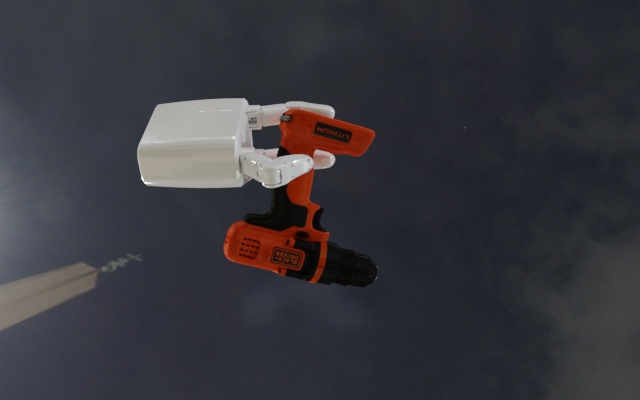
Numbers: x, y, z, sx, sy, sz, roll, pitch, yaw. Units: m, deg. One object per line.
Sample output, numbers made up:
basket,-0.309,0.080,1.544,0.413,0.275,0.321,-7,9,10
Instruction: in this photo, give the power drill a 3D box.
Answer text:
power drill,0.000,0.001,0.545,0.184,0.187,0.057,15,3,-17
